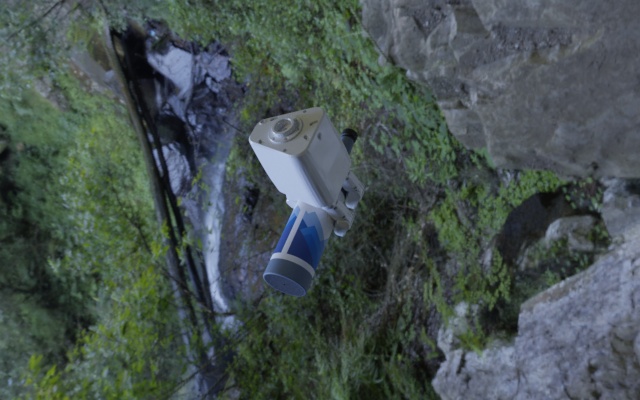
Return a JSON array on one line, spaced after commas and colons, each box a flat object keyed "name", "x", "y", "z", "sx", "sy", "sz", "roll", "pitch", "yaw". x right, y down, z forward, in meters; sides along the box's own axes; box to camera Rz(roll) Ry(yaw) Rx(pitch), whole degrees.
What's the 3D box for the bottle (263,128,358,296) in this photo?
[{"name": "bottle", "x": 0.000, "y": 0.003, "z": 0.746, "sx": 0.069, "sy": 0.295, "sz": 0.069, "roll": 18, "pitch": -30, "yaw": 11}]
